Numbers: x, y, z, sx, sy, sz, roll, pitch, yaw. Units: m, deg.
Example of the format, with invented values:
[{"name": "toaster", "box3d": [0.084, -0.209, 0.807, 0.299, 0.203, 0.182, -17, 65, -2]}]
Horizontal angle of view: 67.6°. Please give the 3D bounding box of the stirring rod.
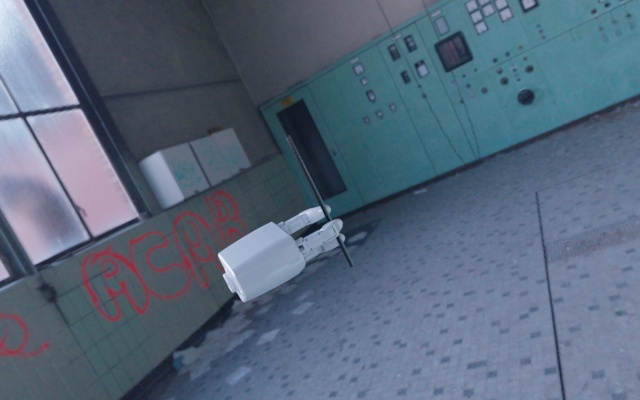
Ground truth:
[{"name": "stirring rod", "box3d": [0.000, 0.003, 0.785, 0.011, 0.239, 0.011, -26, 7, 3]}]
